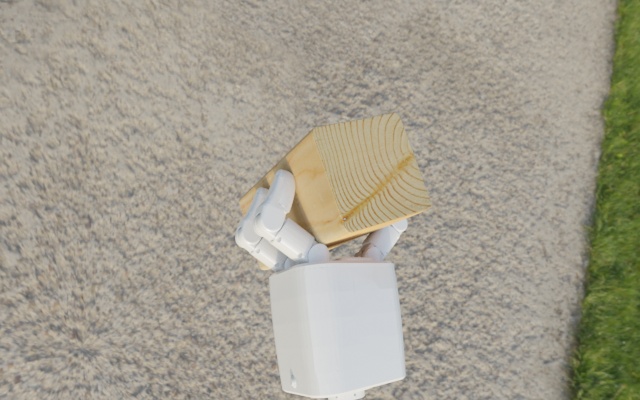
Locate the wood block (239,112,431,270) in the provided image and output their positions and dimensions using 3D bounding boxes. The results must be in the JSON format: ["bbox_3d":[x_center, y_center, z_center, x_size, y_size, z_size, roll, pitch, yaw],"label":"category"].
[{"bbox_3d":[0.001,0.002,0.474,0.091,0.090,0.206,-15,-8,-29],"label":"wood block"}]
